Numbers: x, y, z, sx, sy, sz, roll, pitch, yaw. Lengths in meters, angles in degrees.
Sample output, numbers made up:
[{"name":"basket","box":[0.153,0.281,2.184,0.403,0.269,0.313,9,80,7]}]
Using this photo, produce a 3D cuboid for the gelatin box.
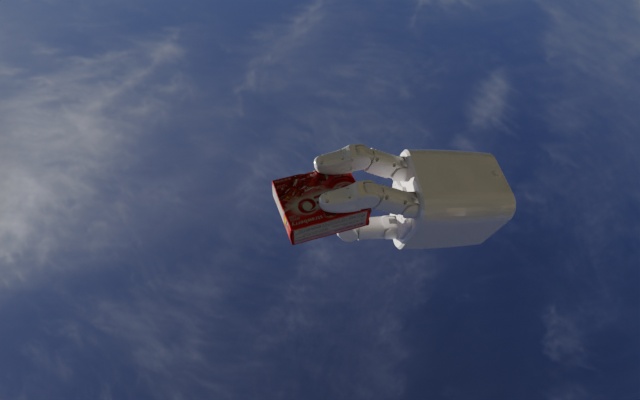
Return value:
[{"name":"gelatin box","box":[0.000,0.002,0.512,0.089,0.073,0.030,-14,-39,-12]}]
